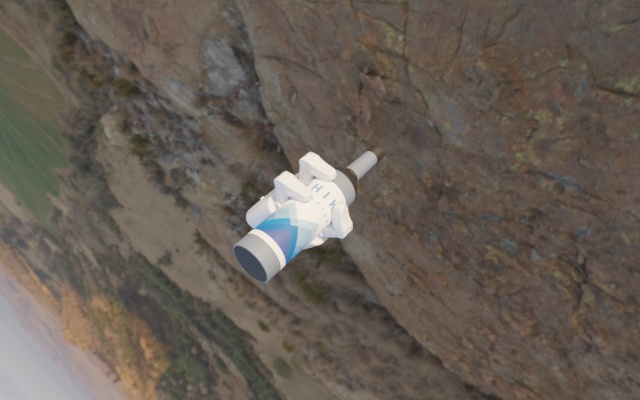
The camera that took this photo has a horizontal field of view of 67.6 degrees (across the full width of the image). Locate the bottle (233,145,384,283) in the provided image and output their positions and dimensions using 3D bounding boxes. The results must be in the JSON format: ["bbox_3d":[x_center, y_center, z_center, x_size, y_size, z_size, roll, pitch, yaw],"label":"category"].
[{"bbox_3d":[0.000,0.002,0.714,0.295,0.069,0.069,-41,25,-32],"label":"bottle"}]
